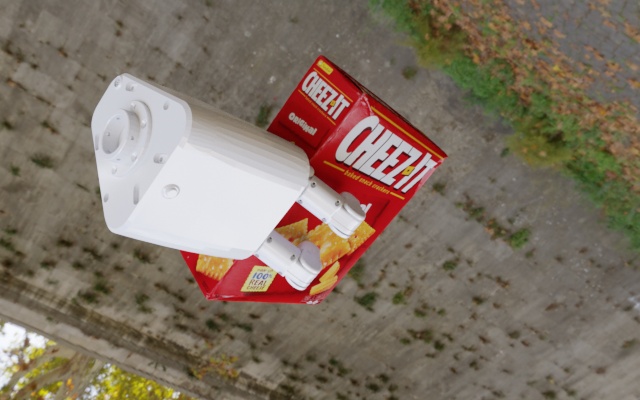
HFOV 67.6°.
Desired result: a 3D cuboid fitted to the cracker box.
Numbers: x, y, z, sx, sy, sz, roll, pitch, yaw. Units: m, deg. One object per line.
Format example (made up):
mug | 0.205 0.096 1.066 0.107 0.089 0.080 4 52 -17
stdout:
cracker box | 0.000 0.001 0.446 0.164 0.214 0.072 19 25 -52
